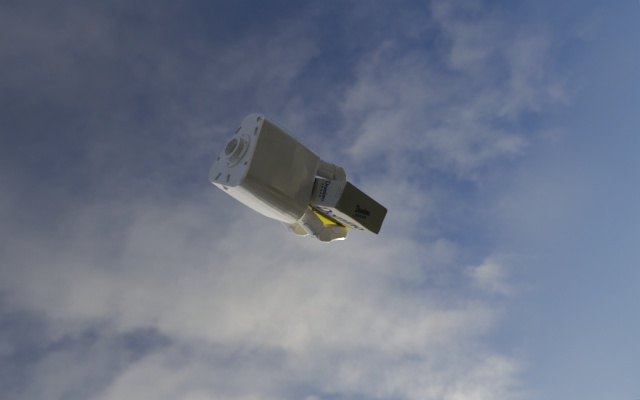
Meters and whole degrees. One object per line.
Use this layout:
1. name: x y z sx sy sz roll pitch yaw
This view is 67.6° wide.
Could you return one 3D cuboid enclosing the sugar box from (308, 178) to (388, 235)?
1. sugar box: 0.000 0.003 0.691 0.093 0.048 0.176 32 -12 -38
